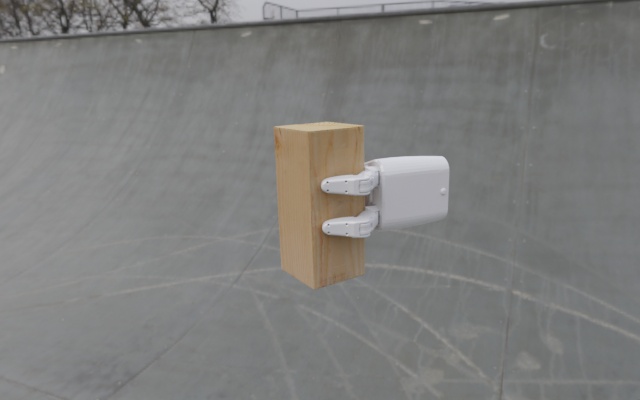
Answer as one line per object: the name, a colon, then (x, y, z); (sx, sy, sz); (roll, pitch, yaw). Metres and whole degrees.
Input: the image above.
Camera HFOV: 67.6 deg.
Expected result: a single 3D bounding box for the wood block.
wood block: (0.000, 0.002, 0.652); (0.090, 0.206, 0.091); (-11, 17, -32)
